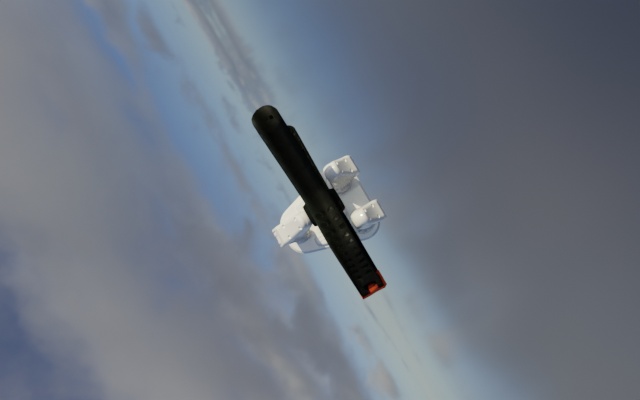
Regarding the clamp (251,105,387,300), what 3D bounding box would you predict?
[{"bbox_3d":[0.000,0.002,0.469,0.036,0.210,0.164,-31,-6,5],"label":"clamp"}]
